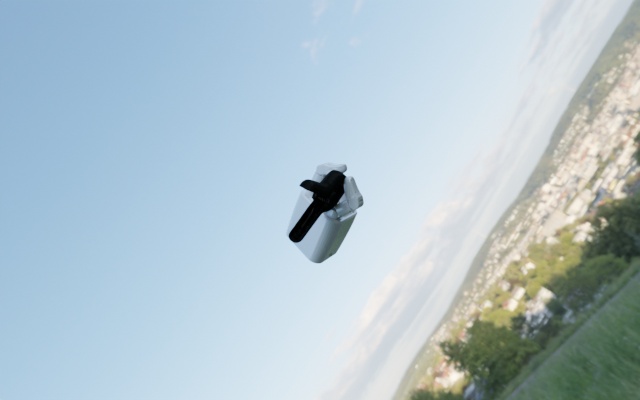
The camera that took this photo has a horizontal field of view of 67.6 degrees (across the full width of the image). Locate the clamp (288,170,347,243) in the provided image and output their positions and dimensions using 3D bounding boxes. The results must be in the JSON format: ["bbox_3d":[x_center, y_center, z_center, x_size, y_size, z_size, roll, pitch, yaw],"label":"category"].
[{"bbox_3d":[0.000,0.002,0.833,0.039,0.120,0.171,34,28,19],"label":"clamp"}]
